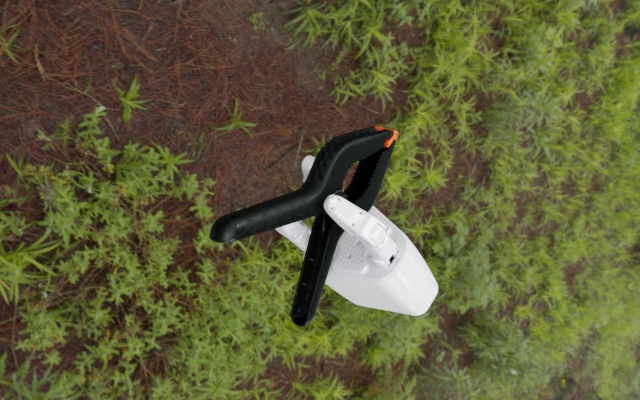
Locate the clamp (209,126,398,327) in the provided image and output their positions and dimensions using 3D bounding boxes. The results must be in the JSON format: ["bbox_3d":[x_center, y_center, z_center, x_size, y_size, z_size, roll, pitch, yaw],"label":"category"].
[{"bbox_3d":[0.001,0.001,0.444,0.036,0.210,0.165,24,-17,40],"label":"clamp"}]
